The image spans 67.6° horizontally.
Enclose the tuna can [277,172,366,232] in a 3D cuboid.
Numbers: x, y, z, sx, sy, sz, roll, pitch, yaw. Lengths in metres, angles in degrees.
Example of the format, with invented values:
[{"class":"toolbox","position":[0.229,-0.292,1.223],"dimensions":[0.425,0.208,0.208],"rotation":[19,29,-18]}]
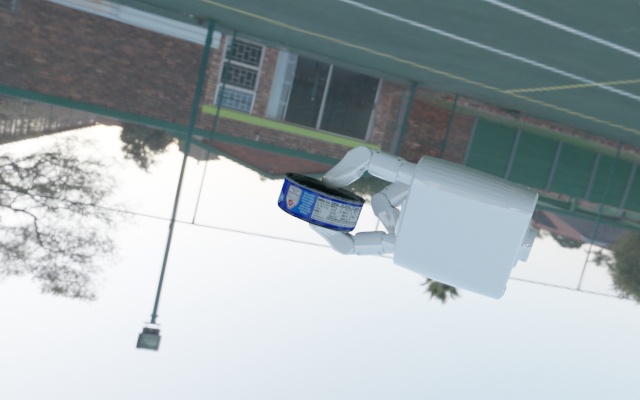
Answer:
[{"class":"tuna can","position":[0.000,0.002,0.484],"dimensions":[0.086,0.034,0.086],"rotation":[19,9,-3]}]
